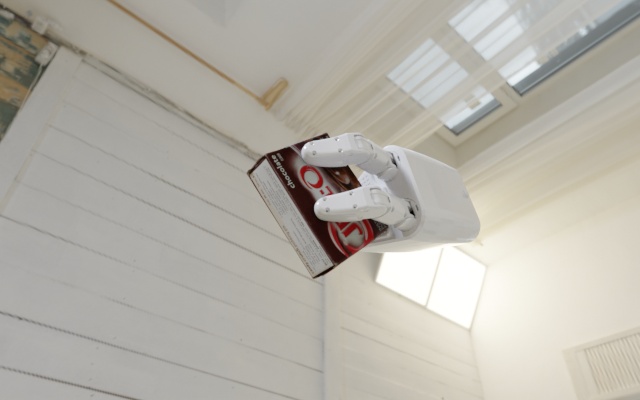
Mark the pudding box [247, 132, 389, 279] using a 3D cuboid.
[{"bbox_3d":[0.000,0.001,0.431,0.039,0.113,0.090,-39,-7,40],"label":"pudding box"}]
